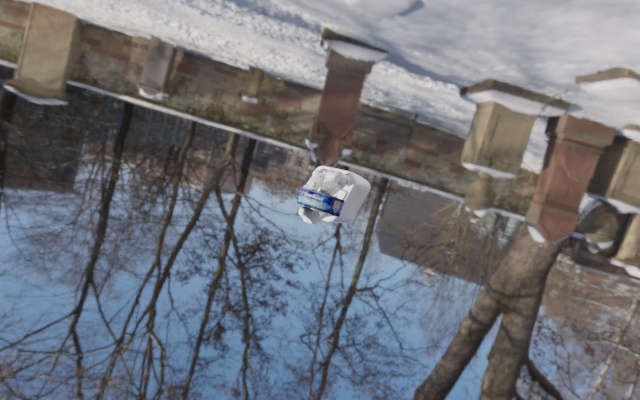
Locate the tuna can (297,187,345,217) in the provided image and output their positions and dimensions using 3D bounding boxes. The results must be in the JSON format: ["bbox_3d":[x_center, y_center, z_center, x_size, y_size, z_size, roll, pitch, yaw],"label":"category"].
[{"bbox_3d":[0.000,0.003,0.892,0.086,0.034,0.086,18,-1,0],"label":"tuna can"}]
